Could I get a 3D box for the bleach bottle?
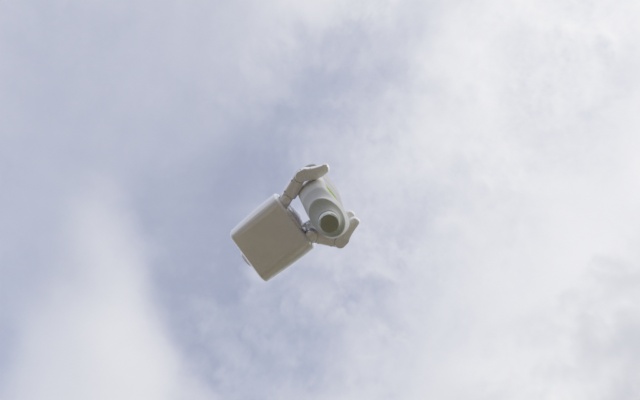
[{"bbox_3d":[0.000,0.003,0.816,0.068,0.102,0.250,-39,11,5],"label":"bleach bottle"}]
